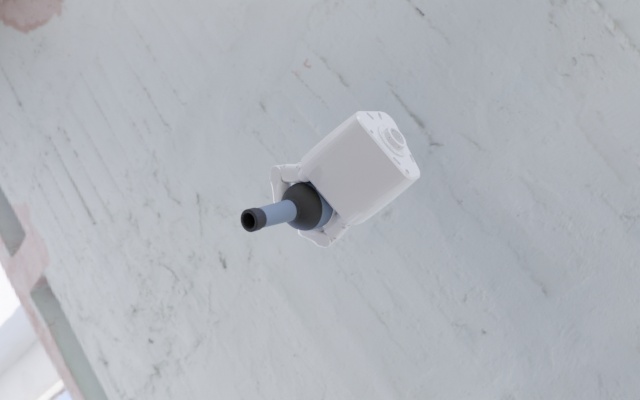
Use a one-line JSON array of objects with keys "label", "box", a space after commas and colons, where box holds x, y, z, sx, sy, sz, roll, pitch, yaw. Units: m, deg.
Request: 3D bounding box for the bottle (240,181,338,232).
[{"label": "bottle", "box": [0.000, 0.002, 0.668, 0.069, 0.069, 0.295, 0, 8, 35]}]
